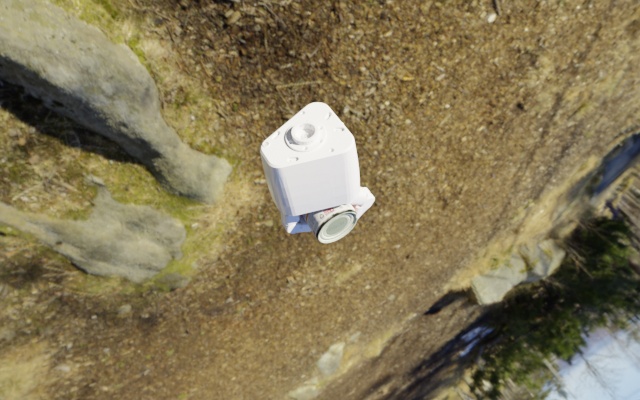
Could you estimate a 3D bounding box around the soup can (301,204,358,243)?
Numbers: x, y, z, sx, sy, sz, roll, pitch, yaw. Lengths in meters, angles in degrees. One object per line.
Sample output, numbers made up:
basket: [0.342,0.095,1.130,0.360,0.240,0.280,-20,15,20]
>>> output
soup can: [0.000,0.003,0.688,0.068,0.102,0.069,-24,-32,-17]
